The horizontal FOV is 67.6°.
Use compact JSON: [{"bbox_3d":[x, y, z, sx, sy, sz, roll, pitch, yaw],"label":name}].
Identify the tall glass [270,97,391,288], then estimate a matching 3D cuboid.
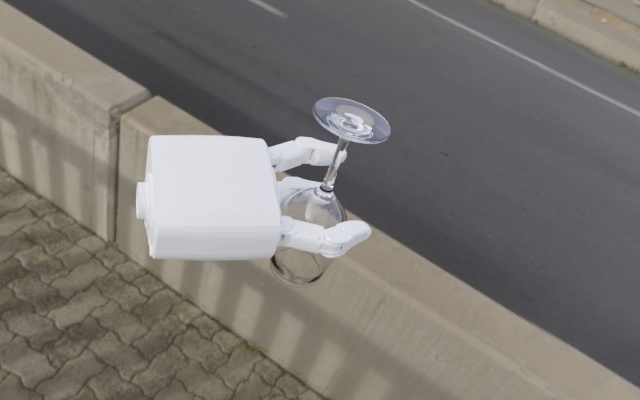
[{"bbox_3d":[0.000,0.001,0.487,0.079,0.201,0.079,13,37,-10],"label":"tall glass"}]
